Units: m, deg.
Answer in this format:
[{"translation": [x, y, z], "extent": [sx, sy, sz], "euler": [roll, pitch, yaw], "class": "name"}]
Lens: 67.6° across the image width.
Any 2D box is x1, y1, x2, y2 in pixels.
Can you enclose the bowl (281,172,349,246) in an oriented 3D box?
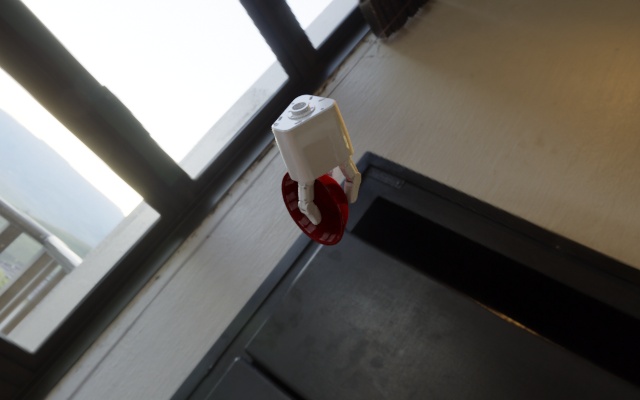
[{"translation": [0.000, 0.004, 0.897], "extent": [0.055, 0.162, 0.162], "euler": [-34, 20, -33], "class": "bowl"}]
